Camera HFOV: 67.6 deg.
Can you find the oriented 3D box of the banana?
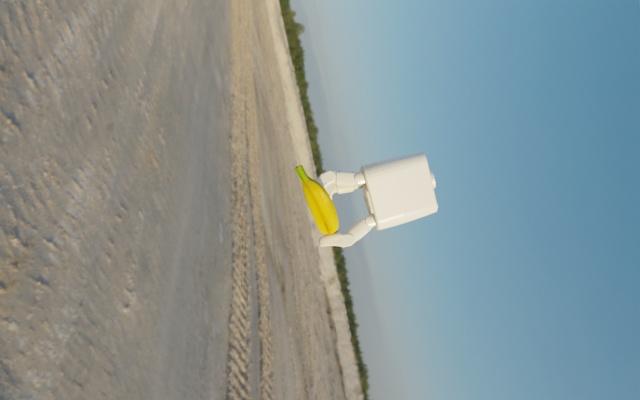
[{"bbox_3d":[0.005,0.016,0.765,0.037,0.069,0.198,-20,-30,1],"label":"banana"}]
